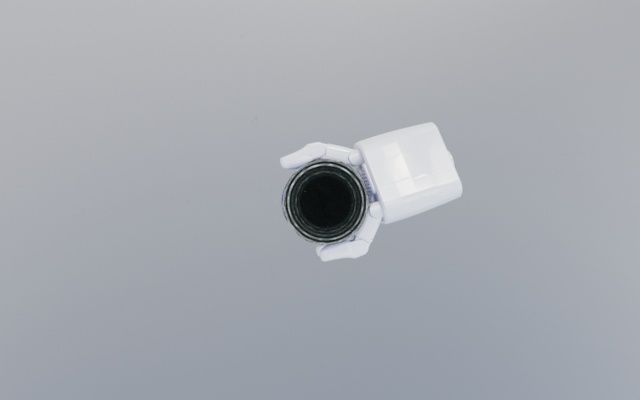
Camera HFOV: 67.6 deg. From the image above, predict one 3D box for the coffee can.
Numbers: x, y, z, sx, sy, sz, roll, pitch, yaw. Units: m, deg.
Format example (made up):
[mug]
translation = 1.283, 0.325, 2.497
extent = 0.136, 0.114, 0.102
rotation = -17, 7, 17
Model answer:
[coffee can]
translation = 0.000, 0.002, 0.630
extent = 0.103, 0.103, 0.140
rotation = 0, 0, -5
